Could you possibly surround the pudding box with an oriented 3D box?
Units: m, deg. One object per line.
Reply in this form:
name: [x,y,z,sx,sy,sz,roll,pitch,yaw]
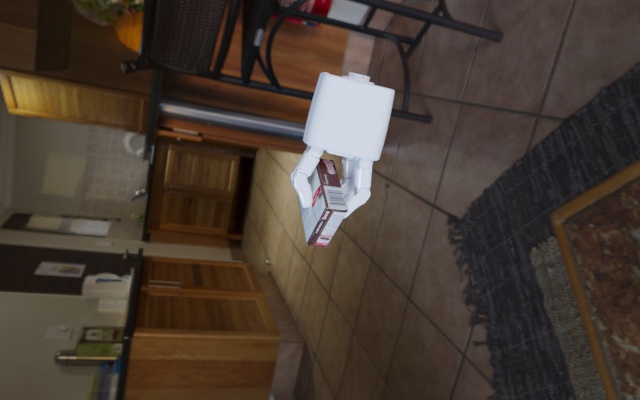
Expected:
pudding box: [0.000,0.002,0.752,0.039,0.113,0.090,8,-46,-20]
